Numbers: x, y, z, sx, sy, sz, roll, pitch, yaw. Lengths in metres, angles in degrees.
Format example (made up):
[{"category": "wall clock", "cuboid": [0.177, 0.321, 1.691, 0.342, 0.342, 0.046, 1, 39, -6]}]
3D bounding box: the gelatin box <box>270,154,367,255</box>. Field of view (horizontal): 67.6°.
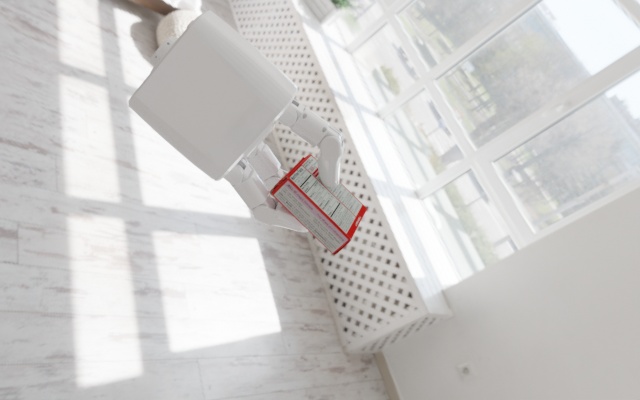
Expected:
[{"category": "gelatin box", "cuboid": [0.001, 0.002, 0.482, 0.030, 0.089, 0.073, -44, 5, 29]}]
